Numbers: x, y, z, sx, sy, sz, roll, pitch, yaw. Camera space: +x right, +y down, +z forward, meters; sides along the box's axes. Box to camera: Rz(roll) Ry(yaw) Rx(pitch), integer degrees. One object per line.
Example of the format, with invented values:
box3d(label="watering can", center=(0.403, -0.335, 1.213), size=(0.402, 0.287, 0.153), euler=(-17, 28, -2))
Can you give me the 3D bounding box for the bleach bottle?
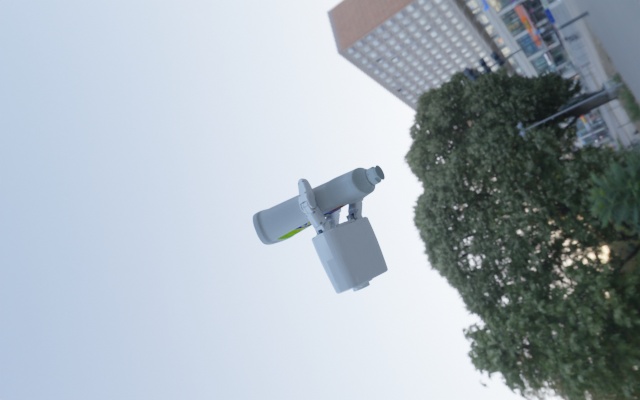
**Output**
box3d(label="bleach bottle", center=(0.000, 0.003, 0.858), size=(0.251, 0.068, 0.102), euler=(-27, -9, 31))
